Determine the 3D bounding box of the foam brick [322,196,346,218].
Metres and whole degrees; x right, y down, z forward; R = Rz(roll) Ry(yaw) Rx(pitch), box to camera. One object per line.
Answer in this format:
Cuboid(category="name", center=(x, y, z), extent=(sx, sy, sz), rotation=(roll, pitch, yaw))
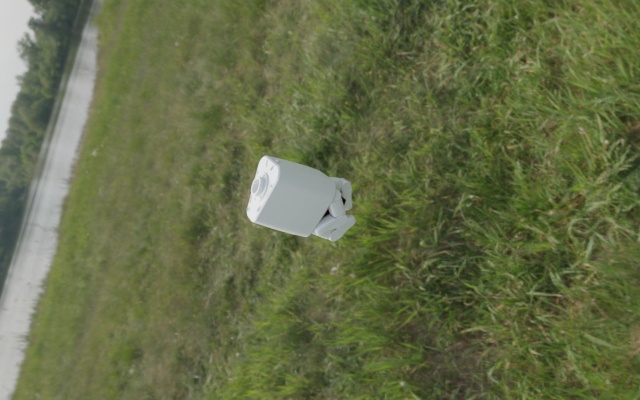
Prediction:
Cuboid(category="foam brick", center=(0.000, 0.003, 0.858), extent=(0.051, 0.053, 0.078), rotation=(16, 12, -30))
